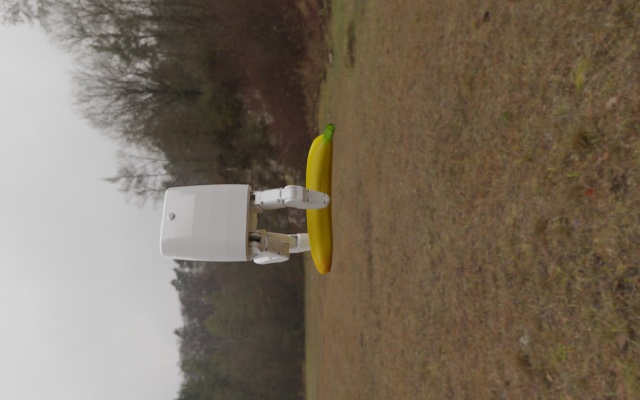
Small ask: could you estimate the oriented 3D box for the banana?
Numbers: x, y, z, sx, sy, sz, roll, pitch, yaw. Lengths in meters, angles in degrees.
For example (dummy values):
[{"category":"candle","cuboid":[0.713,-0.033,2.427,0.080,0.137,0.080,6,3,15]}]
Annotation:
[{"category":"banana","cuboid":[-0.001,-0.002,0.653,0.037,0.198,0.069,0,1,-3]}]
